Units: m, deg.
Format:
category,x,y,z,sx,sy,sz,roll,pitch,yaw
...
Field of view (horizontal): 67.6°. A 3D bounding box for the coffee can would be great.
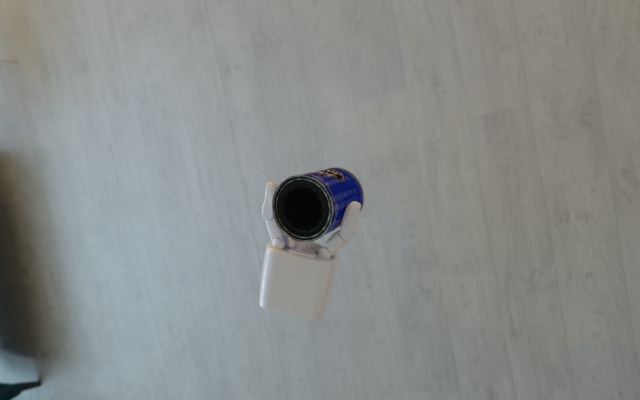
category,x,y,z,sx,sy,sz,roll,pitch,yaw
coffee can,0.000,0.002,0.772,0.103,0.103,0.140,0,8,24
